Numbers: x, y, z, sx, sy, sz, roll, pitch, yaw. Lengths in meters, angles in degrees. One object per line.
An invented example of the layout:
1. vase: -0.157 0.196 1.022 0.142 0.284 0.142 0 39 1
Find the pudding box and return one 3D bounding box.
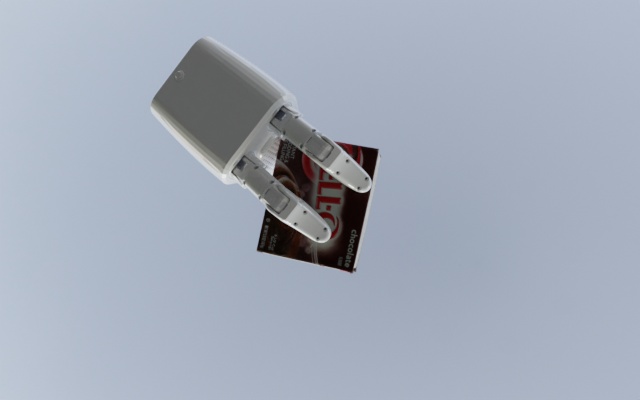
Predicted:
1. pudding box: 0.000 0.001 0.433 0.090 0.113 0.039 11 -2 13
